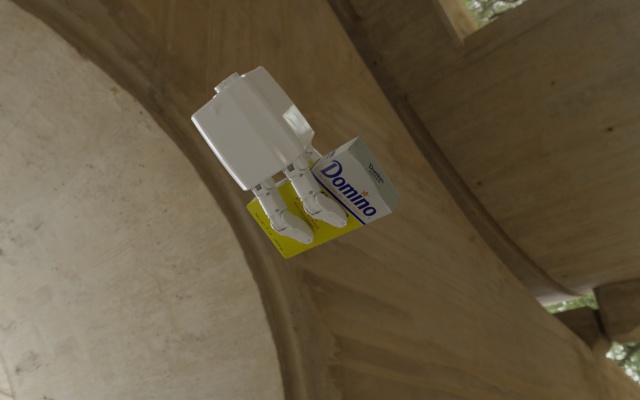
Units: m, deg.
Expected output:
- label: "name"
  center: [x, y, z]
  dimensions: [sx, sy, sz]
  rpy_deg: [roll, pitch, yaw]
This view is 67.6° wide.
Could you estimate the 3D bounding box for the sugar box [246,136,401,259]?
- label: "sugar box"
  center: [0.000, 0.002, 0.595]
  dimensions: [0.176, 0.093, 0.048]
  rpy_deg: [-27, 16, 36]
